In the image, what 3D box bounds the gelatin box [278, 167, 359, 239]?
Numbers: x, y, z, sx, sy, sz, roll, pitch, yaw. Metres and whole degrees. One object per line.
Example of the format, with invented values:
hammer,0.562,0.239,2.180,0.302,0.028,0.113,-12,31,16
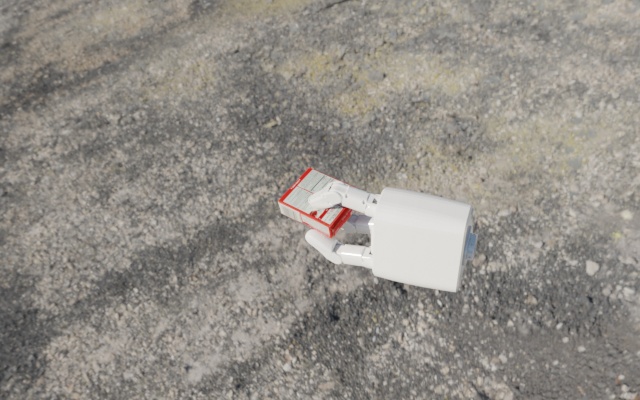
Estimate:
gelatin box,0.000,0.002,0.642,0.089,0.073,0.030,25,-32,26
